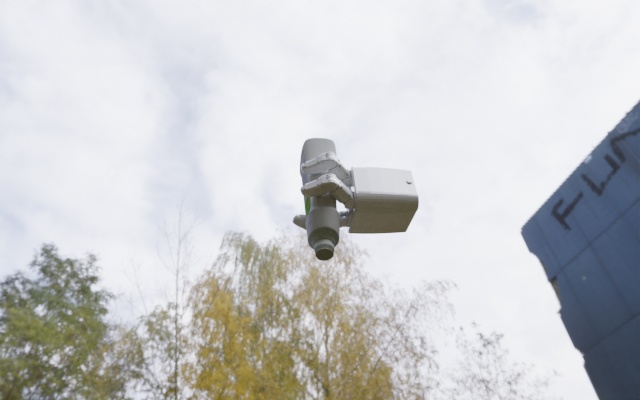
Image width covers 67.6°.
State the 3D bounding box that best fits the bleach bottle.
[{"bbox_3d":[0.000,0.003,0.816,0.068,0.103,0.250,2,43,-5],"label":"bleach bottle"}]
